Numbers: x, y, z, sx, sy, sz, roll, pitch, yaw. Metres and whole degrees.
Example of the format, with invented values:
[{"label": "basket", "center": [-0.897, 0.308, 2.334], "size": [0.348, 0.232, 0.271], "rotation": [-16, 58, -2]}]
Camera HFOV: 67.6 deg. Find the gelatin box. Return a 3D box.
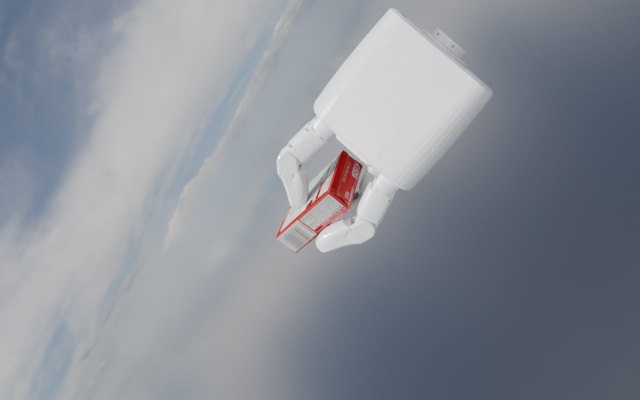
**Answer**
[{"label": "gelatin box", "center": [0.000, 0.001, 0.480], "size": [0.089, 0.030, 0.073], "rotation": [-41, 17, 35]}]
